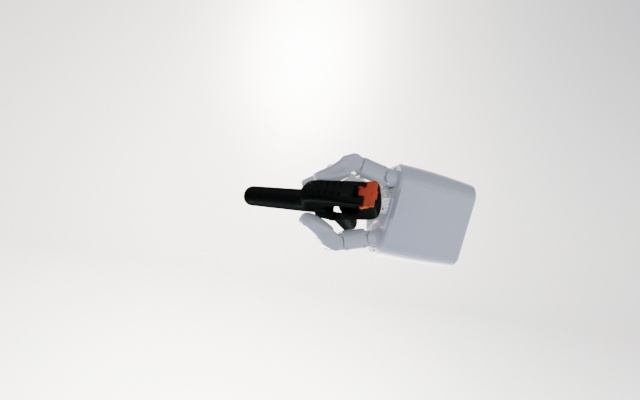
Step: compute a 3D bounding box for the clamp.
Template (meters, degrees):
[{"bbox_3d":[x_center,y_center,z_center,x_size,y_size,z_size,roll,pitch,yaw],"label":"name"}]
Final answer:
[{"bbox_3d":[0.000,0.003,0.568,0.164,0.036,0.210,14,-11,-15],"label":"clamp"}]
